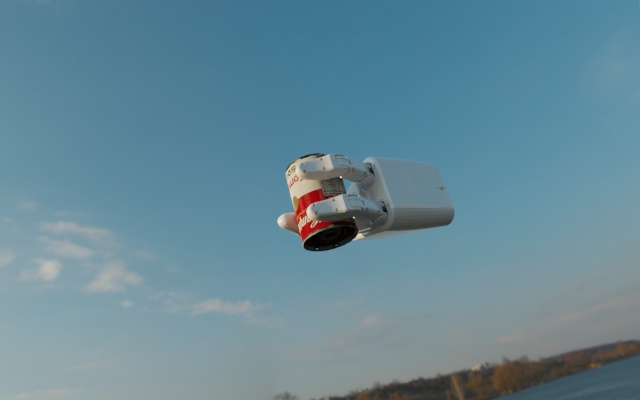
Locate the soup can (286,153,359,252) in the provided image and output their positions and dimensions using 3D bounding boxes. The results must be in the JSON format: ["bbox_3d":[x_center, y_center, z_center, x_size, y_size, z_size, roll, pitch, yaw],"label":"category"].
[{"bbox_3d":[0.000,0.002,0.582,0.068,0.102,0.068,-13,-26,-6],"label":"soup can"}]
